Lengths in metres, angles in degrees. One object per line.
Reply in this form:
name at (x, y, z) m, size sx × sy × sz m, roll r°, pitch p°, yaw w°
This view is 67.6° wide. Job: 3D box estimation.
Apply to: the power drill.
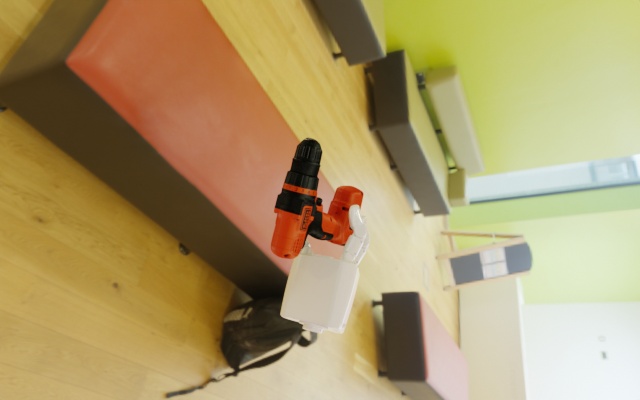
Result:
power drill at (0.000, 0.003, 0.775) m, size 0.057 × 0.184 × 0.187 m, roll 18°, pitch 5°, yaw 33°
